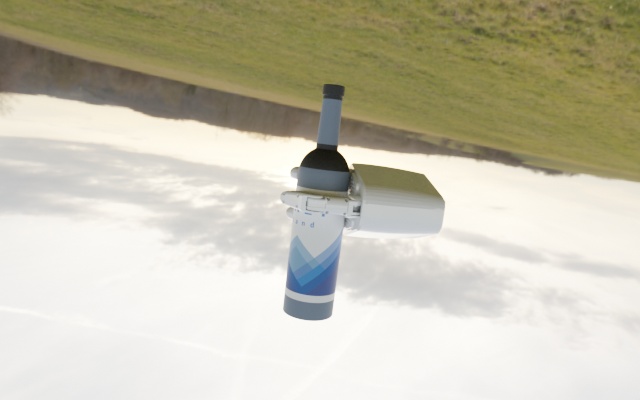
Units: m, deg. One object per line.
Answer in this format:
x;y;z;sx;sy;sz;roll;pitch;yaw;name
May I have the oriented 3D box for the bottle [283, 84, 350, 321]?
0.000;0.002;0.613;0.069;0.296;0.069;7;7;-1;bottle
